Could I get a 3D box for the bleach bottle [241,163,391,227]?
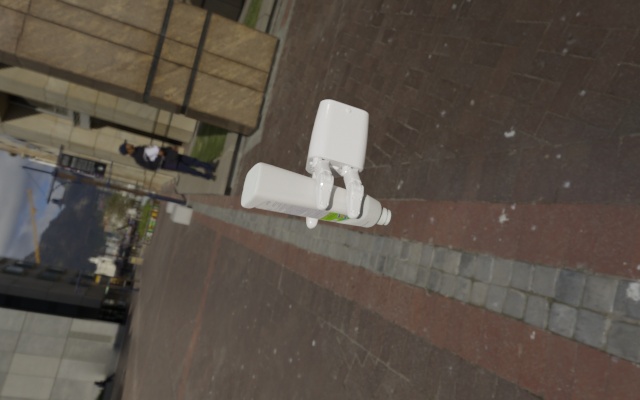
[{"bbox_3d":[0.000,0.003,0.812,0.251,0.068,0.102,14,-15,-20],"label":"bleach bottle"}]
